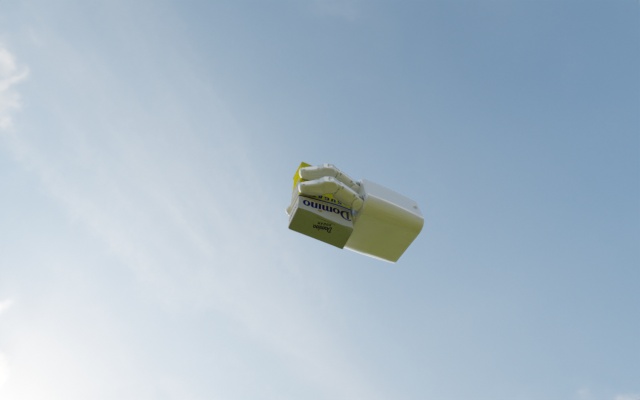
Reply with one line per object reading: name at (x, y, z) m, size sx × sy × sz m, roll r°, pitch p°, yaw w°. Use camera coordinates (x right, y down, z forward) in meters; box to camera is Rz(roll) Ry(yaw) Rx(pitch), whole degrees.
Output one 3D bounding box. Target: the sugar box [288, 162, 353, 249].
sugar box at (0.000, 0.002, 0.776) m, size 0.093 × 0.048 × 0.176 m, roll 22°, pitch 22°, yaw -12°
